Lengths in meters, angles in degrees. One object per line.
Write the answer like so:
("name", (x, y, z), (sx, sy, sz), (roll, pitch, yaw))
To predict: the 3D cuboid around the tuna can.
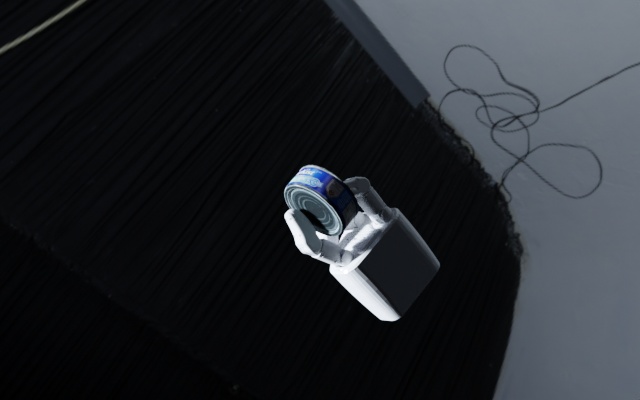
("tuna can", (0.000, 0.002, 0.558), (0.086, 0.086, 0.033), (0, 43, 51))
